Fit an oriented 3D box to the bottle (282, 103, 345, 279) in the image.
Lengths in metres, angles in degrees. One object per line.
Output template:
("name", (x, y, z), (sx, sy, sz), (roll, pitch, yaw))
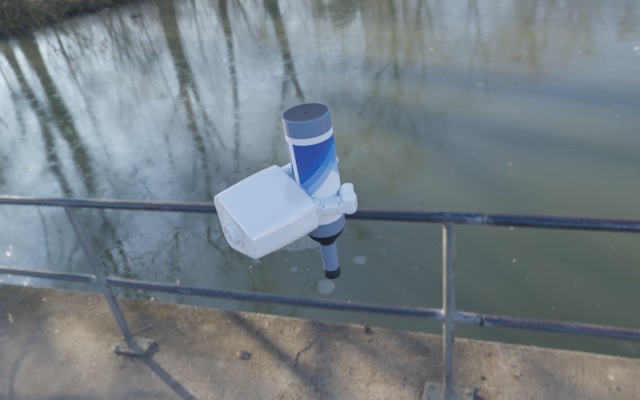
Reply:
("bottle", (0.000, 0.002, 0.727), (0.069, 0.296, 0.069), (-7, 33, 4))
